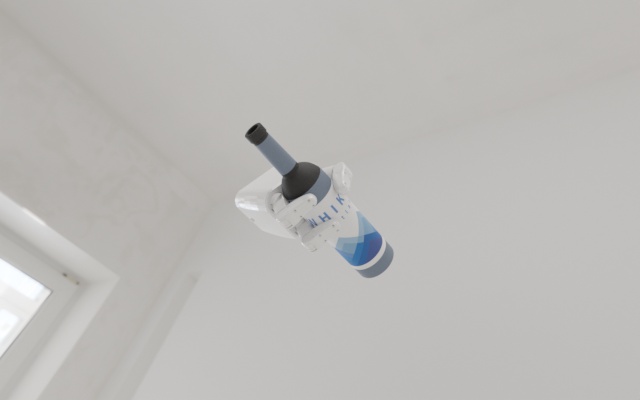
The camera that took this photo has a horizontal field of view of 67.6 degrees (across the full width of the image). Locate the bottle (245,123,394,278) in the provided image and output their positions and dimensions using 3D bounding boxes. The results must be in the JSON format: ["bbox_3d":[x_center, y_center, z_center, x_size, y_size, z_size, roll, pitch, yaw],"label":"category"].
[{"bbox_3d":[0.000,0.002,0.690,0.069,0.069,0.296,0,-40,51],"label":"bottle"}]
